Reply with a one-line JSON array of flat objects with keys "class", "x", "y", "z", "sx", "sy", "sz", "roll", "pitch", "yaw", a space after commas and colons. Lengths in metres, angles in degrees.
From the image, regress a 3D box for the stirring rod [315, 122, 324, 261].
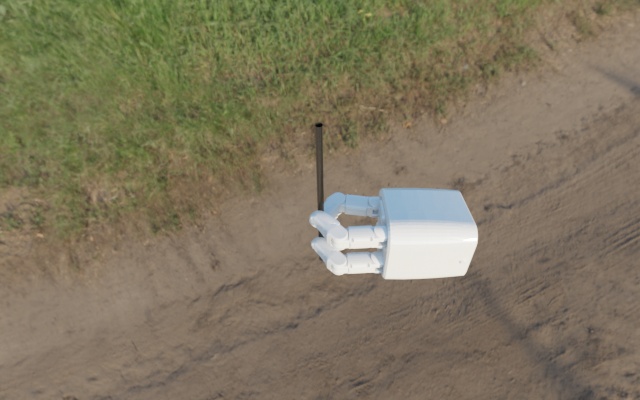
[{"class": "stirring rod", "x": 0.000, "y": 0.002, "z": 0.582, "sx": 0.011, "sy": 0.011, "sz": 0.240, "roll": 0, "pitch": -41, "yaw": 1}]
